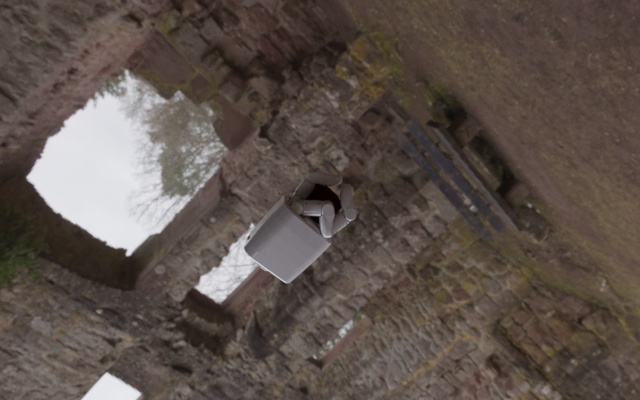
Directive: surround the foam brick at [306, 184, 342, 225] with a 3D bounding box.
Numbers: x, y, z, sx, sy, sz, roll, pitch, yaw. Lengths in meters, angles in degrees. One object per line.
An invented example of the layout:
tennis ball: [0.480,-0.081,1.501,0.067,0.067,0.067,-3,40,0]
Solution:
foam brick: [0.000,0.003,0.838,0.053,0.051,0.078,42,7,-11]
